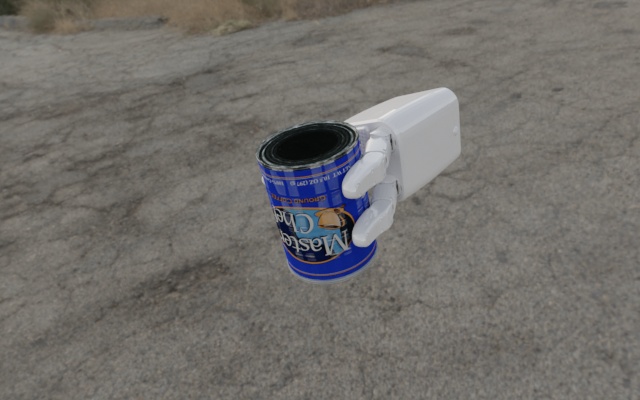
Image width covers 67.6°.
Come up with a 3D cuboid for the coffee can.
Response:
[{"bbox_3d":[0.000,0.002,0.498,0.103,0.140,0.102,-10,31,6],"label":"coffee can"}]
